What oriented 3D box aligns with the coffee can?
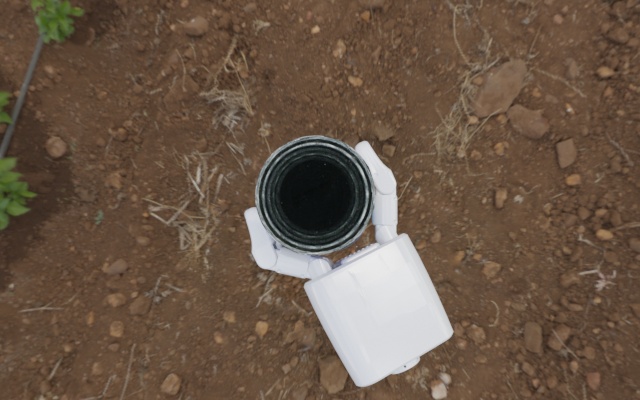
[{"bbox_3d":[0.000,0.001,0.471,0.103,0.103,0.140,0,-5,4],"label":"coffee can"}]
